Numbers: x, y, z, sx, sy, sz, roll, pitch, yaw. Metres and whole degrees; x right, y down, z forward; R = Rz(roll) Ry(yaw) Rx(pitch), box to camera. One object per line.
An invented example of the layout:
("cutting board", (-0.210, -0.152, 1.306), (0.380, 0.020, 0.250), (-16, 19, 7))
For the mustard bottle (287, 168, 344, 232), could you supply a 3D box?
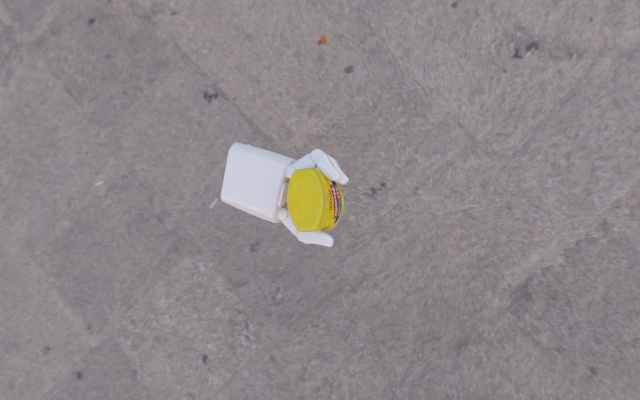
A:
("mustard bottle", (0.000, 0.003, 0.797), (0.058, 0.096, 0.191), (-6, -4, 14))
